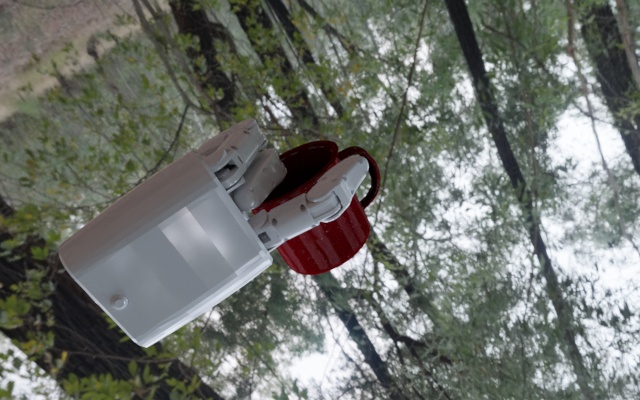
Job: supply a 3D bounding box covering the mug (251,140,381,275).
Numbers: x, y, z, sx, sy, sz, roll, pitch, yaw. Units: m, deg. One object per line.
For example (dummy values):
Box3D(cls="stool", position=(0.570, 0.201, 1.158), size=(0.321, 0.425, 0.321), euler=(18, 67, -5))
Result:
Box3D(cls="mug", position=(0.001, 0.001, 0.406), size=(0.117, 0.081, 0.093), euler=(-35, 26, -11))
